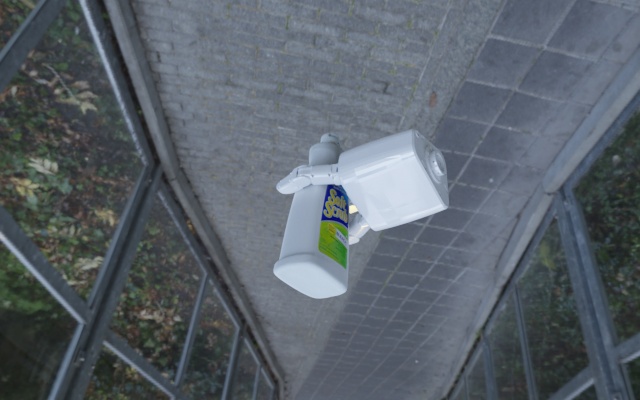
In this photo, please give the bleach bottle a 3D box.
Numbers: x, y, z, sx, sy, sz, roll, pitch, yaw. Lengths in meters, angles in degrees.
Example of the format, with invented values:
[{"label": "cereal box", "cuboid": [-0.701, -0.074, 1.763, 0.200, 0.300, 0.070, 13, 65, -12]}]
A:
[{"label": "bleach bottle", "cuboid": [0.000, 0.002, 0.670, 0.068, 0.250, 0.103, -18, -41, 31]}]
